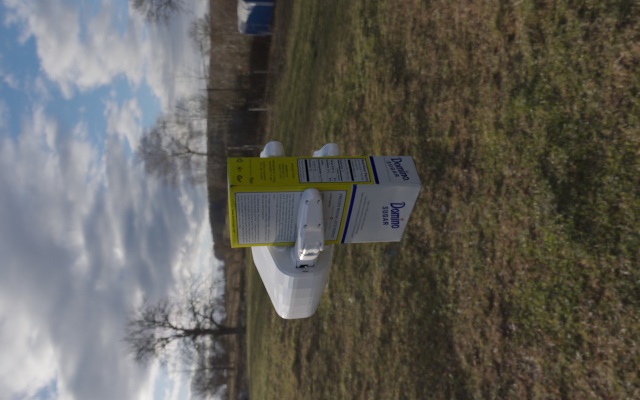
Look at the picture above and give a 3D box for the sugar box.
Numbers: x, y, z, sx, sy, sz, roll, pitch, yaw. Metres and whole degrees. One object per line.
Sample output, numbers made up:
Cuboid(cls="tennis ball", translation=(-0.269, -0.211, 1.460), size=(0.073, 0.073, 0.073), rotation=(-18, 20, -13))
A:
Cuboid(cls="sugar box", translation=(0.000, 0.001, 0.466), size=(0.176, 0.048, 0.093), rotation=(-3, -39, -10))
